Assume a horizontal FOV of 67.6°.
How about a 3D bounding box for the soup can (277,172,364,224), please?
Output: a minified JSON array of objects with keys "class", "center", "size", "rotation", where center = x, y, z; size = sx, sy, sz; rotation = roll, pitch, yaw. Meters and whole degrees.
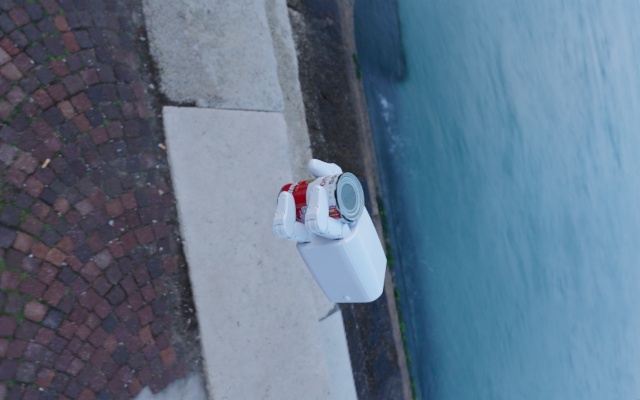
[{"class":"soup can","center":[0.000,0.002,0.656],"size":[0.102,0.068,0.068],"rotation":[-10,-6,36]}]
